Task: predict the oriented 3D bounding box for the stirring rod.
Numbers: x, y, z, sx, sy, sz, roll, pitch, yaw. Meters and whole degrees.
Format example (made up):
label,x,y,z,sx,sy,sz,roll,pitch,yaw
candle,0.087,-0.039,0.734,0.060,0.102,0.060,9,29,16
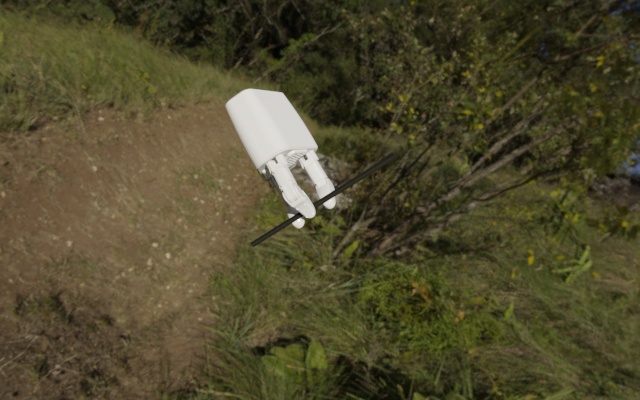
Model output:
label,x,y,z,sx,sy,sz,roll,pitch,yaw
stirring rod,0.000,0.002,0.671,0.239,0.011,0.011,-32,-8,12
